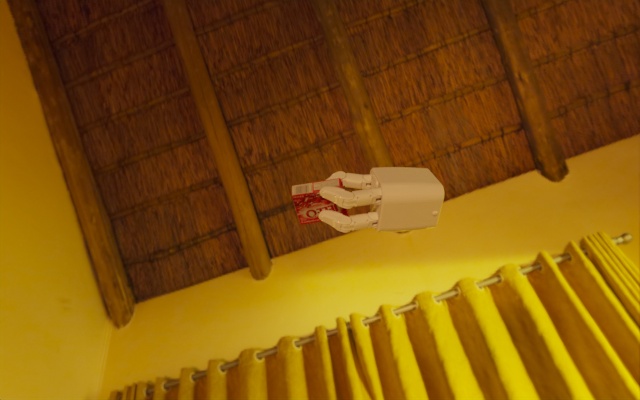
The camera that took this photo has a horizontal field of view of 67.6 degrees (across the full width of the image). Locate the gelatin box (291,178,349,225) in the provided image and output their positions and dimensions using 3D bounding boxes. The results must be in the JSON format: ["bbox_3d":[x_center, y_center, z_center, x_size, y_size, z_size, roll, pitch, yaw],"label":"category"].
[{"bbox_3d":[0.000,0.002,0.835,0.089,0.073,0.030,-9,43,7],"label":"gelatin box"}]
